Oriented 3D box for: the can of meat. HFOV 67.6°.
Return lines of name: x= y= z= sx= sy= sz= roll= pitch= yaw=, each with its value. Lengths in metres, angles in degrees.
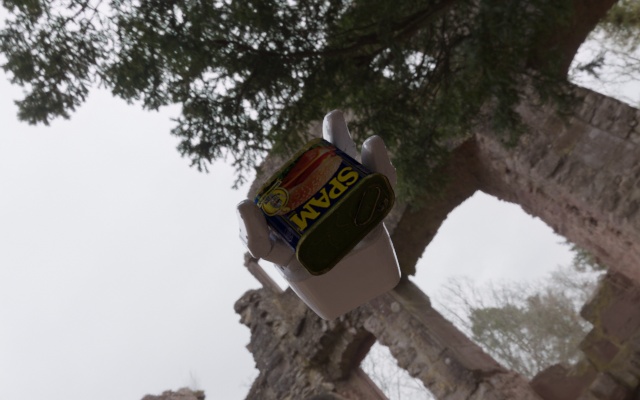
can of meat: x=0.000 y=0.001 z=0.428 sx=0.084 sy=0.102 sz=0.057 roll=40 pitch=-10 yaw=41
